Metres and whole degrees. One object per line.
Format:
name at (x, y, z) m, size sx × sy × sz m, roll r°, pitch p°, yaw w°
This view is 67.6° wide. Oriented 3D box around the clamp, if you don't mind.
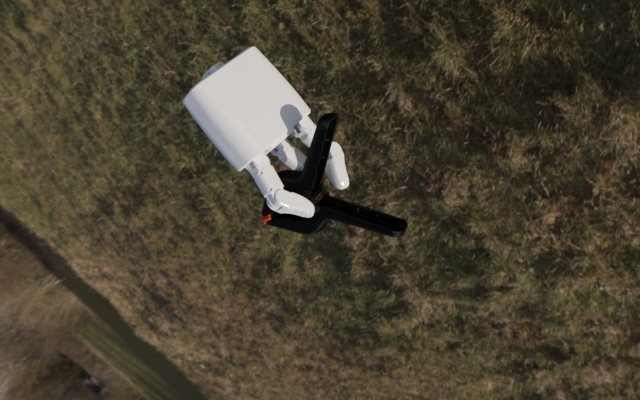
clamp at (-0.001, 0.002, 0.603) m, size 0.210 × 0.164 × 0.036 m, roll -31°, pitch 11°, yaw 47°
